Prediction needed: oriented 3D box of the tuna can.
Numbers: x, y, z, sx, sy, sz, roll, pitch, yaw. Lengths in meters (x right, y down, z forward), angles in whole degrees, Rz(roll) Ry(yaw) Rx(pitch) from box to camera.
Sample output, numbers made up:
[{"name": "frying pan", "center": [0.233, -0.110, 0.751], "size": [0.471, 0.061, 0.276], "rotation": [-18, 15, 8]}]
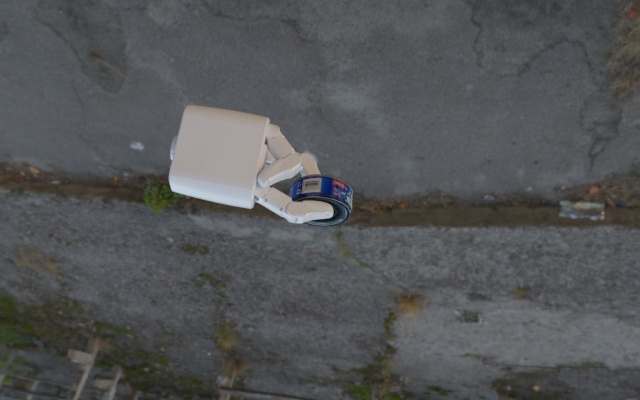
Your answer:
[{"name": "tuna can", "center": [0.000, 0.003, 0.639], "size": [0.086, 0.033, 0.086], "rotation": [4, -30, 2]}]
